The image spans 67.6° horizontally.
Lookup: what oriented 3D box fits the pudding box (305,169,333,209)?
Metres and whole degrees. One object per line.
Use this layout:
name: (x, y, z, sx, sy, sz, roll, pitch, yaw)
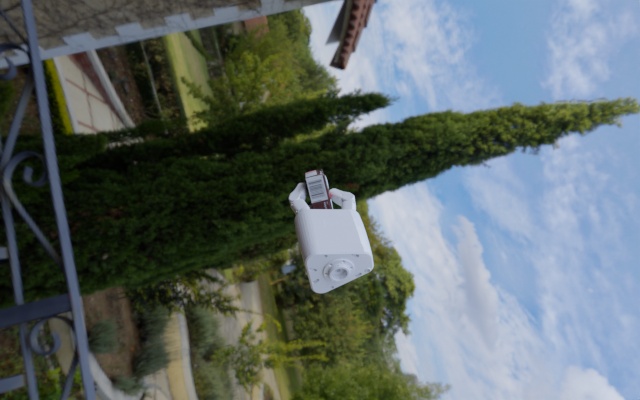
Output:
pudding box: (0.000, 0.003, 0.886, 0.039, 0.113, 0.090, -12, 10, -1)
